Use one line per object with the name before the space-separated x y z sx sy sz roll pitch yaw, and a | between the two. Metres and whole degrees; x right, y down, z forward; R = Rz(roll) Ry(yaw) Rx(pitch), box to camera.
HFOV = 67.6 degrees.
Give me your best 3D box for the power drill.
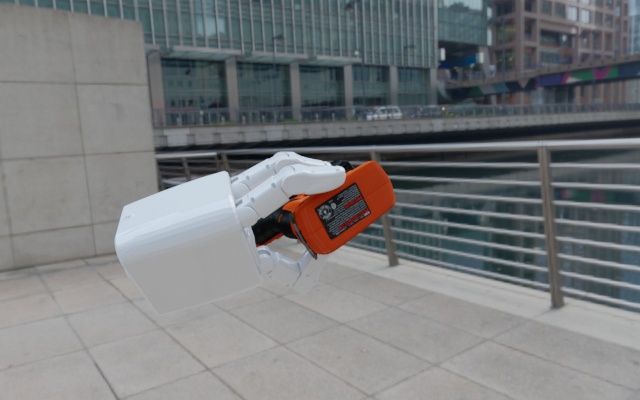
power drill | 0.000 0.002 0.534 0.184 0.057 0.187 -36 12 -23
